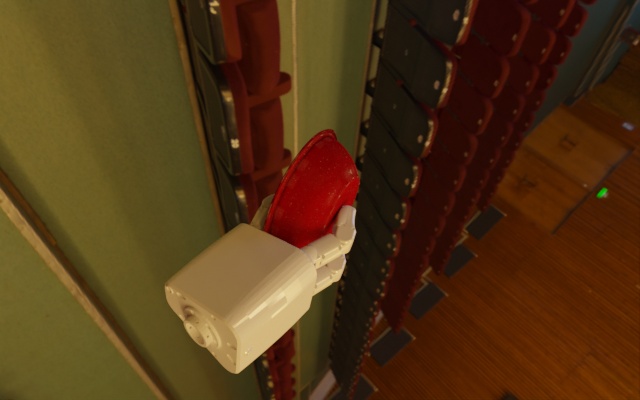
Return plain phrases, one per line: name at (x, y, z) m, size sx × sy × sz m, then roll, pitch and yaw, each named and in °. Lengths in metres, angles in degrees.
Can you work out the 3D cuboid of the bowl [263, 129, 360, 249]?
bowl at (0.001, 0.001, 0.554) m, size 0.055 × 0.162 × 0.162 m, roll 27°, pitch 7°, yaw 14°
